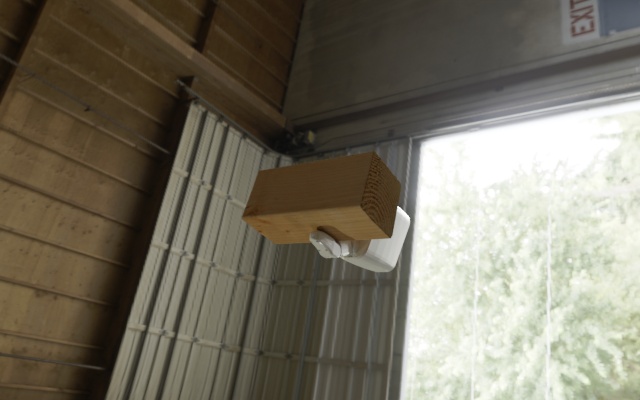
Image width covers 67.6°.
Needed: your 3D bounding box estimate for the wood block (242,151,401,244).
[{"bbox_3d":[0.000,0.003,0.694,0.206,0.090,0.090,-7,-35,35],"label":"wood block"}]
